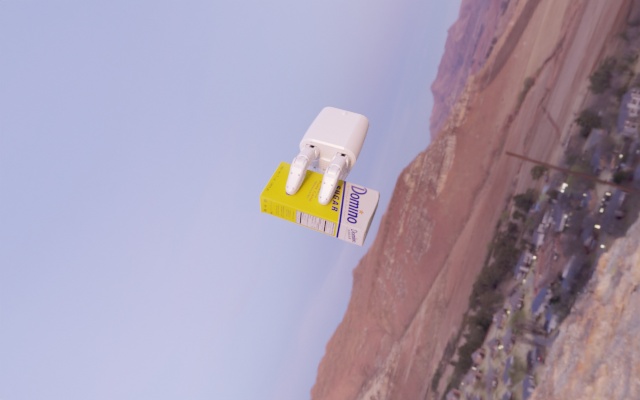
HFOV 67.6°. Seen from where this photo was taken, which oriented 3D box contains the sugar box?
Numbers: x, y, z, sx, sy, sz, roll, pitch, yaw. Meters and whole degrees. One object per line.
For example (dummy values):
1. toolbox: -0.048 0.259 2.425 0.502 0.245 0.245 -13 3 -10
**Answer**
1. sugar box: 0.000 0.002 0.770 0.176 0.093 0.048 16 -42 11
